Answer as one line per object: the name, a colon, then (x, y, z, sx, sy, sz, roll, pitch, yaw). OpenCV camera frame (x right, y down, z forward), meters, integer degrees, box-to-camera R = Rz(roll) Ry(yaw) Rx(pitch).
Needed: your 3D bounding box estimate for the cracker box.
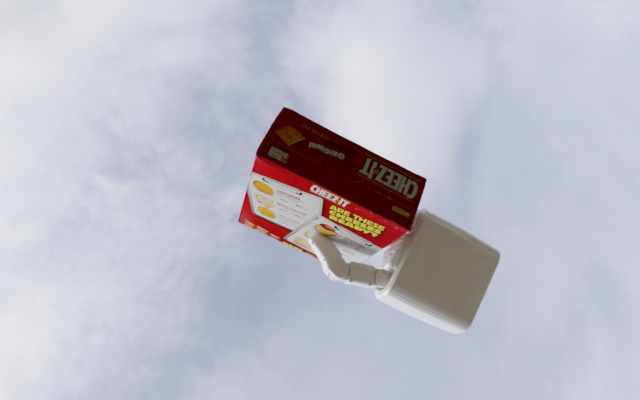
cracker box: (0.000, 0.002, 0.551, 0.164, 0.072, 0.214, 26, -24, -4)
